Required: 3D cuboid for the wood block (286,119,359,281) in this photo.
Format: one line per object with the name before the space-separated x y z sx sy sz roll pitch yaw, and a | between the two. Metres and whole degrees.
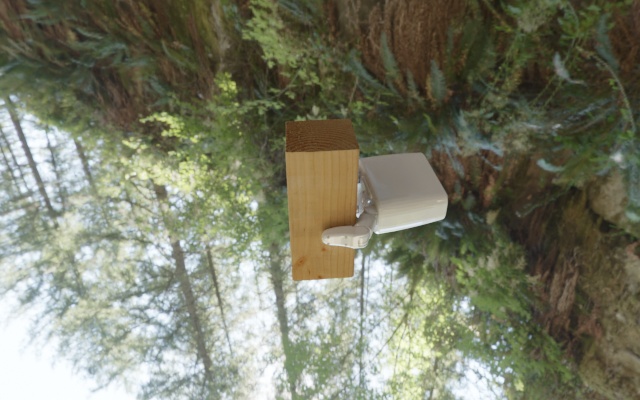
wood block | 0.001 0.002 0.656 0.090 0.206 0.090 -3 33 -3
